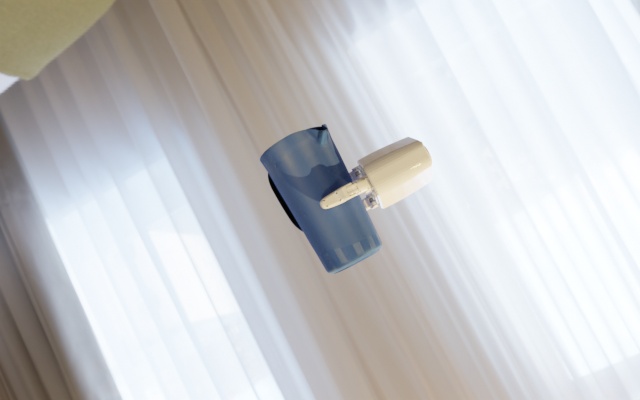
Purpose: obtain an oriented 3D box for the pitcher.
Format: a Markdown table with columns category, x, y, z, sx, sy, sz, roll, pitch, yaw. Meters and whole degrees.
| category | x | y | z | sx | sy | sz | roll | pitch | yaw |
| --- | --- | --- | --- | --- | --- | --- | --- | --- | --- |
| pitcher | 0.000 | 0.003 | 0.839 | 0.145 | 0.243 | 0.149 | -28 | -5 | 2 |
